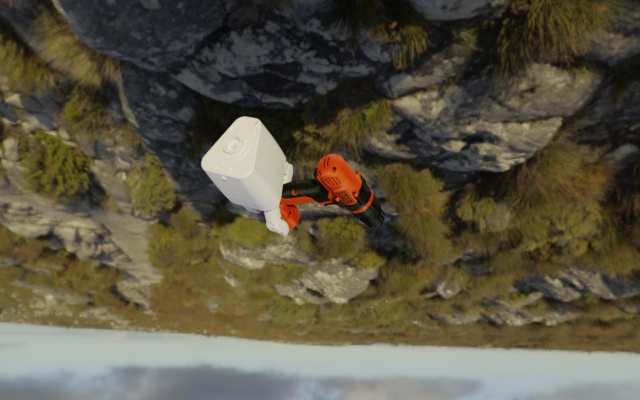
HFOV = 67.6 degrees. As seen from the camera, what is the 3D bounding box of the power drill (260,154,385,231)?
[{"bbox_3d":[0.000,0.003,0.828,0.187,0.057,0.184,-15,-43,29],"label":"power drill"}]
